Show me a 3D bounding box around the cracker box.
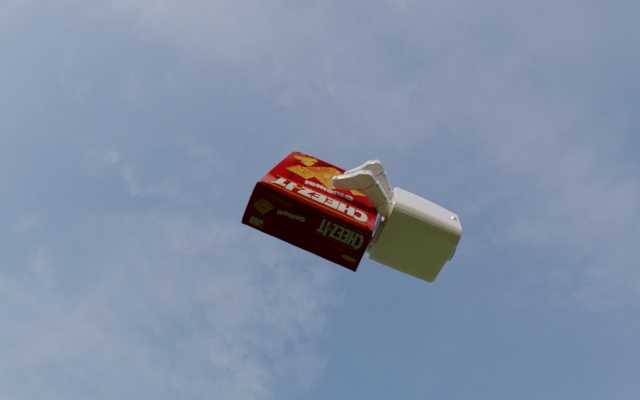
[{"bbox_3d":[0.000,0.002,0.703,0.164,0.072,0.213,23,19,3],"label":"cracker box"}]
